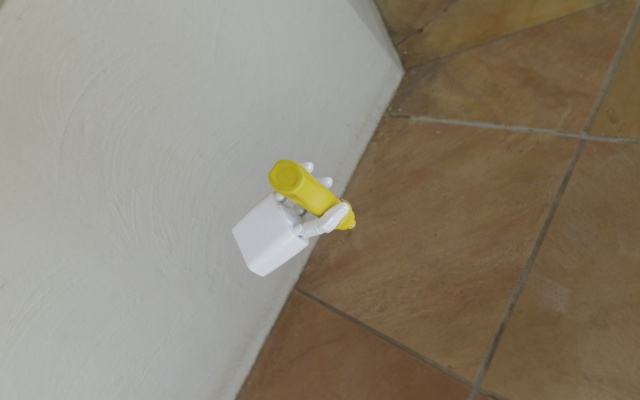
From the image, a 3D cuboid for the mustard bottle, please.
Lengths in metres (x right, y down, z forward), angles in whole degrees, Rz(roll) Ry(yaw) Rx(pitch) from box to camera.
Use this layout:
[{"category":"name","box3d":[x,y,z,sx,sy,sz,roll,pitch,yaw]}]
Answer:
[{"category":"mustard bottle","box3d":[0.000,0.002,0.826,0.192,0.058,0.096,37,-3,-41]}]
